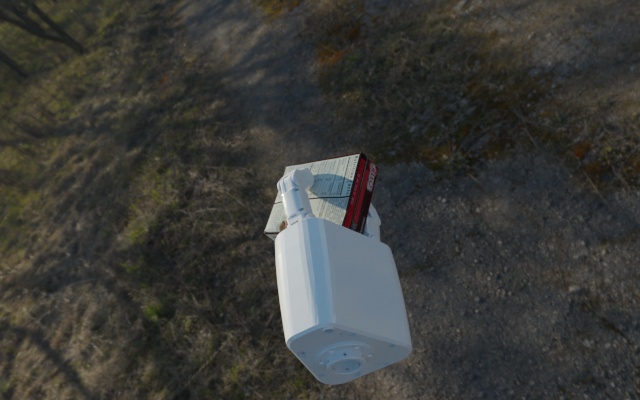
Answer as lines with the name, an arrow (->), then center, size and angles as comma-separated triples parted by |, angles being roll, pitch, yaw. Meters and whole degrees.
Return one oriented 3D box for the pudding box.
pudding box -> 0.000, 0.002, 0.506 | 0.113, 0.090, 0.039 | -5, -32, 39
